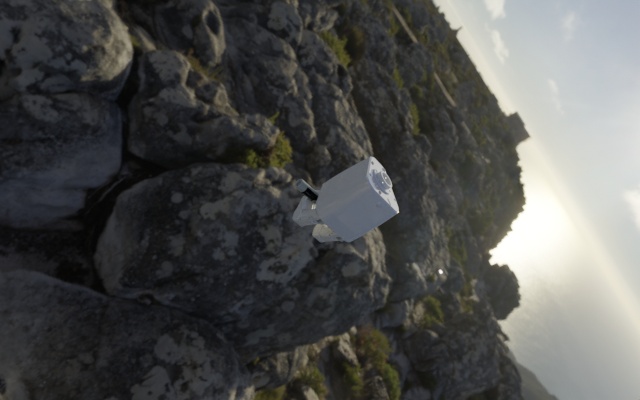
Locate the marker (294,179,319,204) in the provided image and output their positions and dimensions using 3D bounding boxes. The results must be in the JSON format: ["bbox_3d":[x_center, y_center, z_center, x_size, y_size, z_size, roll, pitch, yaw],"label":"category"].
[{"bbox_3d":[0.000,0.003,0.853,0.020,0.020,0.121,0,-33,49],"label":"marker"}]
